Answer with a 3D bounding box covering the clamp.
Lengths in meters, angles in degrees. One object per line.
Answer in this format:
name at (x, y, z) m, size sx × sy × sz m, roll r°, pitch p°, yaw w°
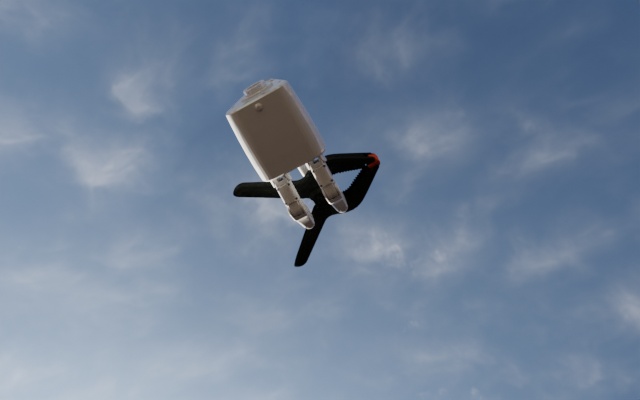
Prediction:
clamp at (0.000, 0.002, 0.710) m, size 0.210 × 0.165 × 0.036 m, roll -26°, pitch 25°, yaw 9°
